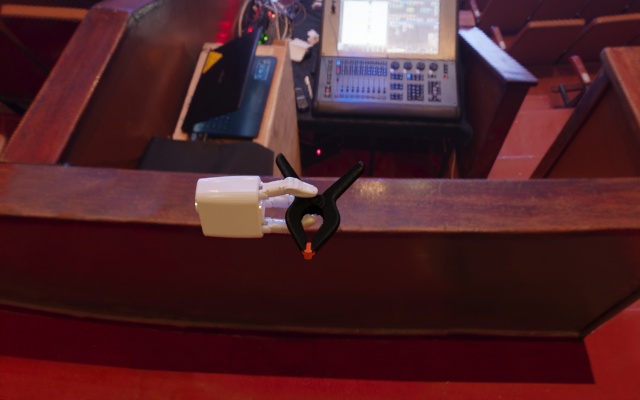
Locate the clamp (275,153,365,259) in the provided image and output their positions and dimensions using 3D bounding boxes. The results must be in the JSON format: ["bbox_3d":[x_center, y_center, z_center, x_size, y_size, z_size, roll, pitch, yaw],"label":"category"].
[{"bbox_3d":[0.000,0.003,0.835,0.164,0.209,0.036,0,-33,-1],"label":"clamp"}]
